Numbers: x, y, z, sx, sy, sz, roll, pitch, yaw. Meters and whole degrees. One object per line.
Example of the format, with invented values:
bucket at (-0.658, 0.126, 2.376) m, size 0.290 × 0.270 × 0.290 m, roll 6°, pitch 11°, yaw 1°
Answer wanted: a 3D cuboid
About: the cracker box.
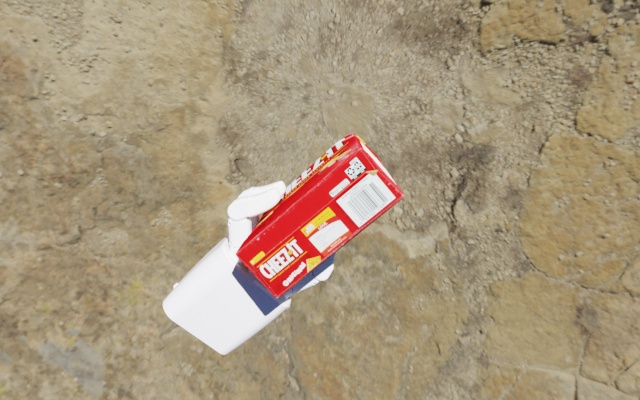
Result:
cracker box at (0.000, 0.002, 0.555) m, size 0.164 × 0.072 × 0.213 m, roll -40°, pitch 8°, yaw 9°
